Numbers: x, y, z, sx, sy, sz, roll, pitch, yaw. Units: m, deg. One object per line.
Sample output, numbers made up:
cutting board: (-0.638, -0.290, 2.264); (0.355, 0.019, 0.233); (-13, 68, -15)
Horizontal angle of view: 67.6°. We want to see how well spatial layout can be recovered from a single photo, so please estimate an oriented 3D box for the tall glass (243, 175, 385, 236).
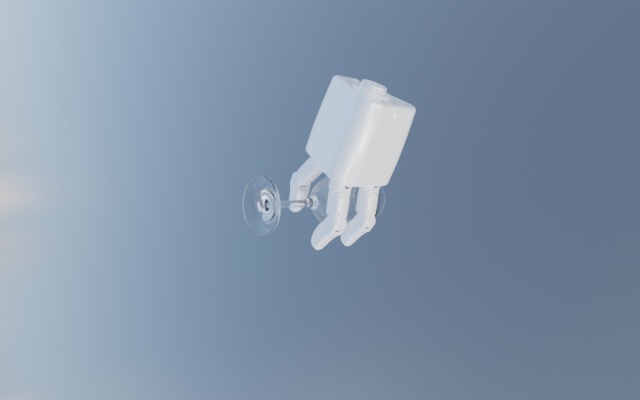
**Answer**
tall glass: (0.000, 0.002, 0.643); (0.201, 0.079, 0.079); (-3, 2, -44)
